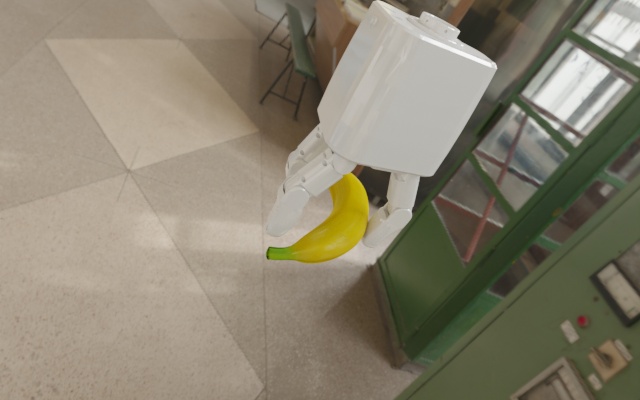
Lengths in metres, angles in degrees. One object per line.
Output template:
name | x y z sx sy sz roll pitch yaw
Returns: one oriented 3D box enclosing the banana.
banana | 0.016 0.011 0.478 0.069 0.037 0.197 26 29 7
